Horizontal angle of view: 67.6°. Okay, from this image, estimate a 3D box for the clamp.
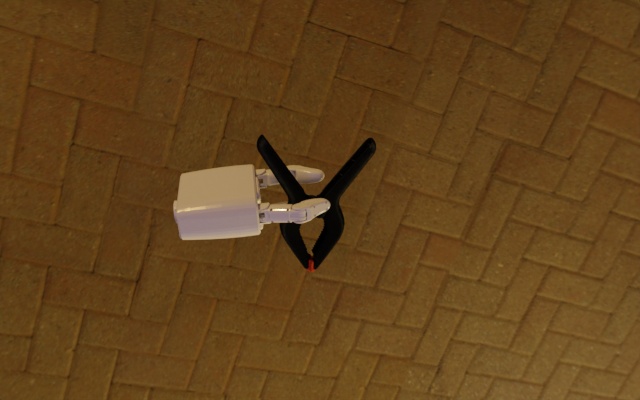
[{"bbox_3d":[0.000,0.003,0.684,0.164,0.210,0.036,-6,22,-7],"label":"clamp"}]
